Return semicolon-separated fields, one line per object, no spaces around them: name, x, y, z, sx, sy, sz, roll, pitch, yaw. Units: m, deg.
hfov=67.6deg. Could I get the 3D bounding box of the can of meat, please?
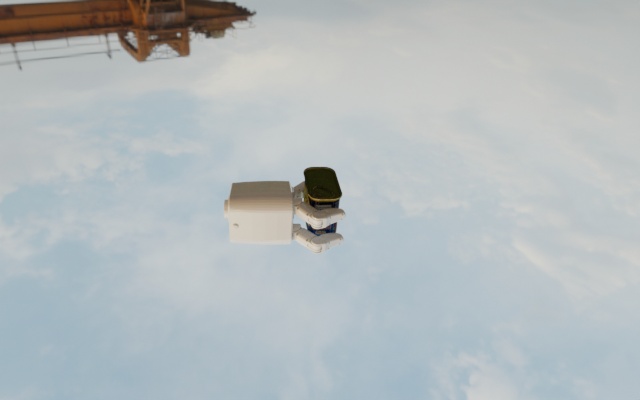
can of meat;0.000;0.003;0.834;0.057;0.084;0.102;-2;35;-10
